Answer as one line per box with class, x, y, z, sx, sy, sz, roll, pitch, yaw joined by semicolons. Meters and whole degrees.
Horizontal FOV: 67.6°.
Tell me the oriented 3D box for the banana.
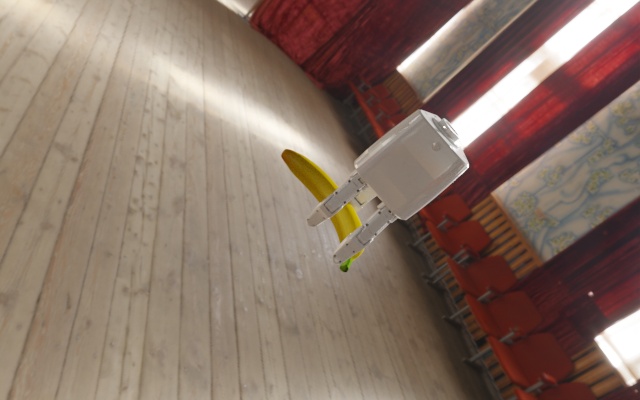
banana;0.012;0.005;0.673;0.037;0.197;0.069;-41;-22;27
